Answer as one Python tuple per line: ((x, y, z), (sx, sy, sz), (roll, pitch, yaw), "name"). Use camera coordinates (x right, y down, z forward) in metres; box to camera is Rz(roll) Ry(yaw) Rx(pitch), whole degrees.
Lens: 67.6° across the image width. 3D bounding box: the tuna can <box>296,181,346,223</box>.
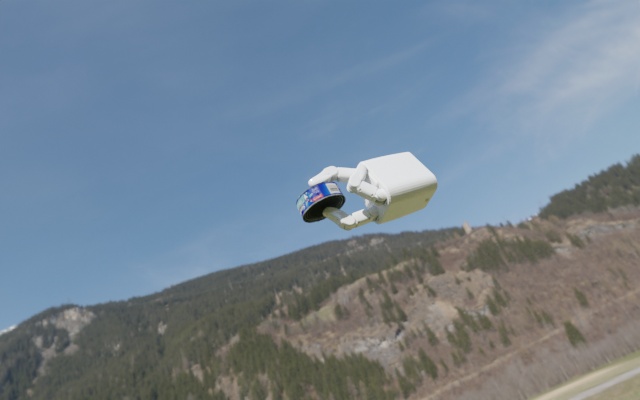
((0.000, 0.002, 0.860), (0.086, 0.033, 0.086), (-23, -24, -11), "tuna can")
